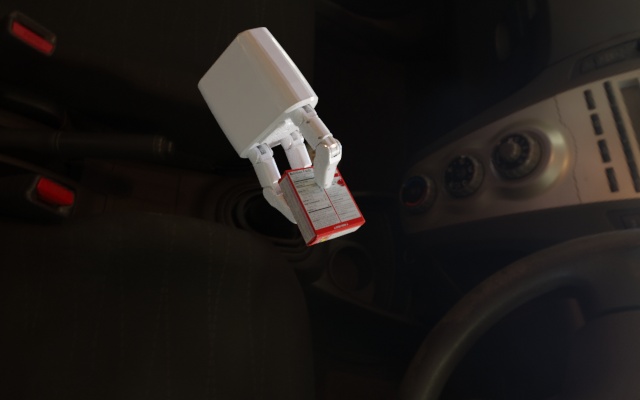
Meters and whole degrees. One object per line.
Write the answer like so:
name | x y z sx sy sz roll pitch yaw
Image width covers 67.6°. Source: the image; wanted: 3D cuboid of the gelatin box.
gelatin box | 0.000 0.002 0.565 0.073 0.089 0.030 -14 -21 -36
